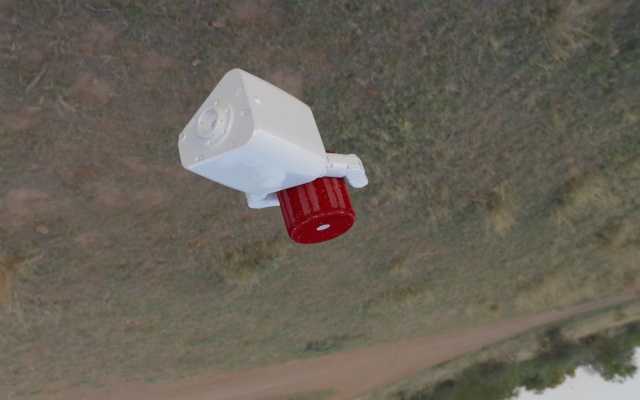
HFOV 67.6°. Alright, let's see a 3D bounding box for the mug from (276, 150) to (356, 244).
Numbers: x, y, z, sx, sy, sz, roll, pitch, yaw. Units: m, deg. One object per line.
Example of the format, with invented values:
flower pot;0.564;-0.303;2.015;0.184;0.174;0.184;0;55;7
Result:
mug;0.001;0.002;0.577;0.093;0.081;0.117;-33;-31;28
